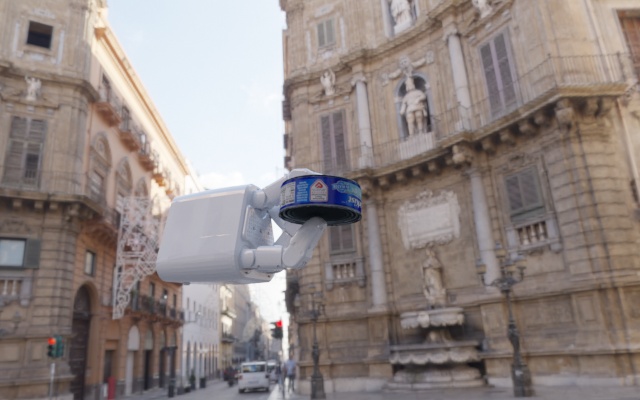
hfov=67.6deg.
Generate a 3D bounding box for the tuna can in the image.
[{"bbox_3d":[0.000,0.001,0.494,0.086,0.033,0.086,2,-16,0],"label":"tuna can"}]
